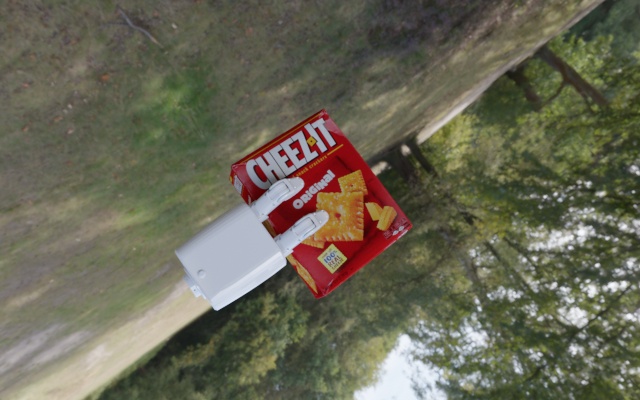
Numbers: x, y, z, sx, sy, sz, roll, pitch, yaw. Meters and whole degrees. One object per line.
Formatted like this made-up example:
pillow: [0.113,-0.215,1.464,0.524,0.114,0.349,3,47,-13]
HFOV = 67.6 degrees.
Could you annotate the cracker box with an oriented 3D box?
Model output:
cracker box: [0.000,0.002,0.670,0.164,0.213,0.072,-35,-5,-18]
